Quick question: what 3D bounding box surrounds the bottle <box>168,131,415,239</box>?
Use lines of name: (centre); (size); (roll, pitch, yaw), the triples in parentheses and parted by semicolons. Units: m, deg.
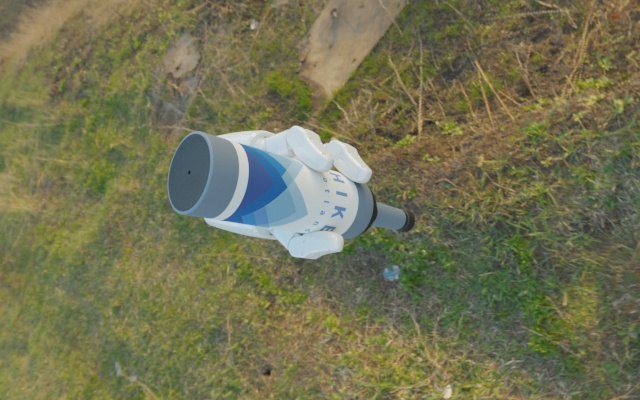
bottle: (0.000, 0.002, 0.474); (0.069, 0.069, 0.296); (0, -9, 45)
